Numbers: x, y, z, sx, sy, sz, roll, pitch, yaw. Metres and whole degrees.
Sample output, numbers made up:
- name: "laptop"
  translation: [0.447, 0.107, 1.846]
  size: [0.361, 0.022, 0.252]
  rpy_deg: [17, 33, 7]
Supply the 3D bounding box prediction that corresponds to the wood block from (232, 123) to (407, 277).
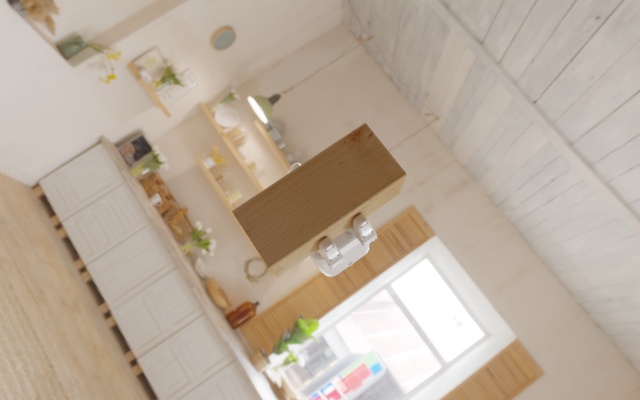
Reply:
- name: "wood block"
  translation: [0.000, 0.002, 0.635]
  size: [0.206, 0.091, 0.090]
  rpy_deg: [-34, -15, -7]
